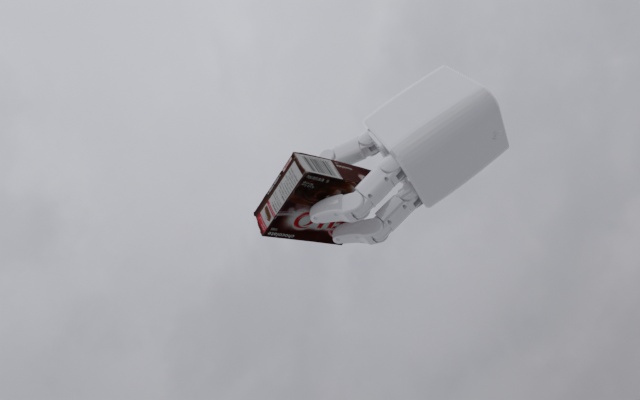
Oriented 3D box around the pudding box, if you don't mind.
[{"bbox_3d":[0.000,0.001,0.502,0.113,0.090,0.039,12,36,-37],"label":"pudding box"}]
